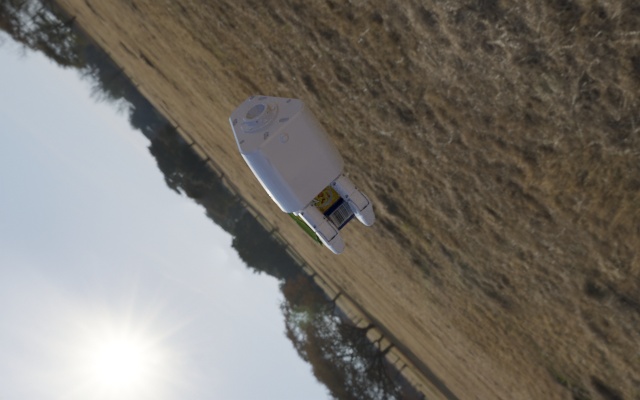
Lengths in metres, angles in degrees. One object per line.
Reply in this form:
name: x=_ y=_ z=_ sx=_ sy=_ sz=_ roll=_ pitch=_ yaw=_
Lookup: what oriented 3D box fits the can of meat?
can of meat: x=0.000 y=0.002 z=0.649 sx=0.102 sy=0.084 sz=0.057 roll=39 pitch=-12 yaw=44
